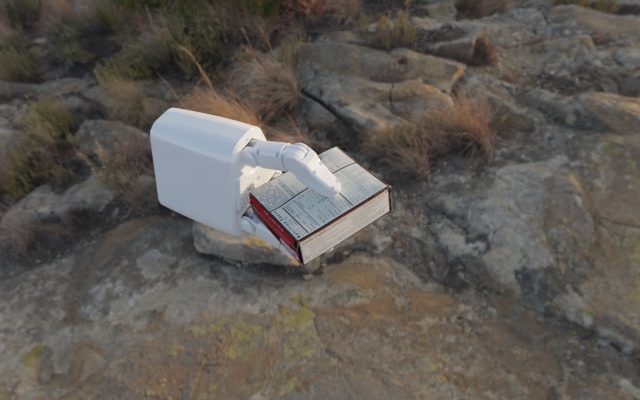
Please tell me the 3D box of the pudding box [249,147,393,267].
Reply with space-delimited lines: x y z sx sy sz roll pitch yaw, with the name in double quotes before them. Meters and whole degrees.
"pudding box" 0.000 0.001 0.471 0.113 0.039 0.090 -31 49 -20
